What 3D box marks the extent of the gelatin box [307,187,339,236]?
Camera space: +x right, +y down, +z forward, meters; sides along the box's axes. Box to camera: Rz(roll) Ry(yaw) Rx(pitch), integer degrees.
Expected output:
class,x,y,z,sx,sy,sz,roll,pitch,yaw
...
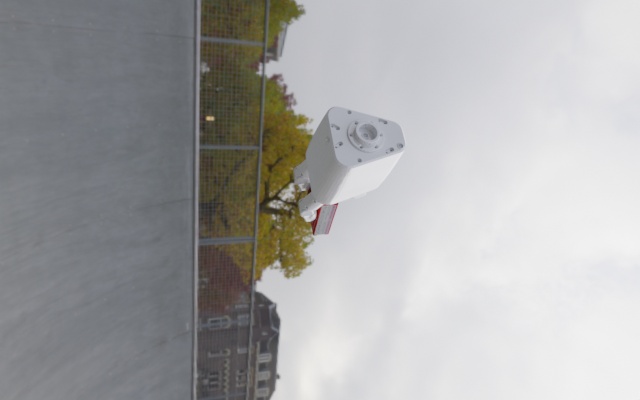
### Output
class,x,y,z,sx,sy,sz,roll,pitch,yaw
gelatin box,0.001,0.003,0.773,0.030,0.073,0.089,-4,-36,-14
